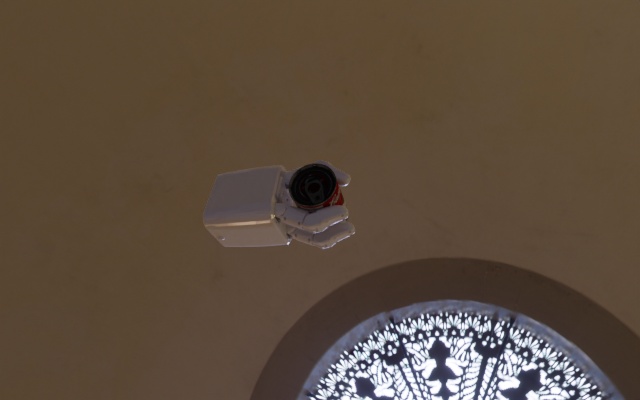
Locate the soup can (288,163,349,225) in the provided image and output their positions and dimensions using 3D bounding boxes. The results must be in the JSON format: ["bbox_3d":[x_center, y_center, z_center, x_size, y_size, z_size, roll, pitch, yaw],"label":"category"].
[{"bbox_3d":[0.001,0.002,0.692,0.068,0.068,0.102,0,-29,15],"label":"soup can"}]
